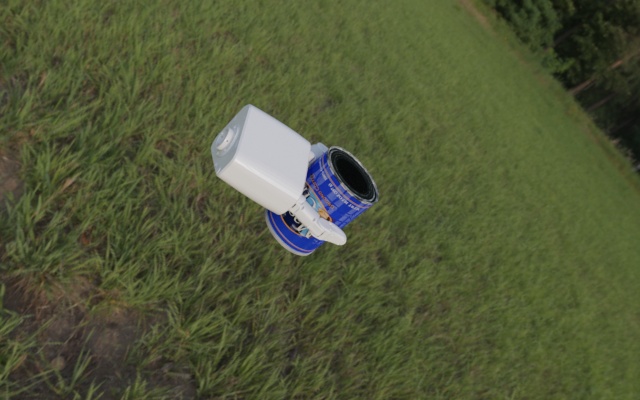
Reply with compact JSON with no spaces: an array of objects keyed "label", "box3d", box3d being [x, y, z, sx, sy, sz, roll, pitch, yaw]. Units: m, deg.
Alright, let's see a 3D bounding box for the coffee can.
[{"label":"coffee can","box3d":[0.000,0.003,0.708,0.140,0.102,0.103,-40,-21,27]}]
